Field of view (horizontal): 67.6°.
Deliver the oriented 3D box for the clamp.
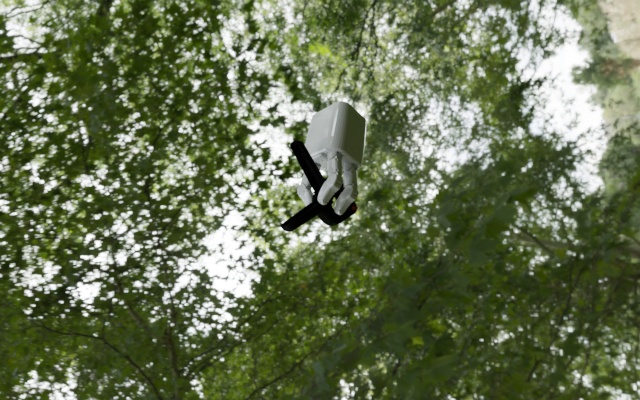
[{"bbox_3d":[0.000,0.003,0.899,0.036,0.164,0.210,-3,-23,37],"label":"clamp"}]
